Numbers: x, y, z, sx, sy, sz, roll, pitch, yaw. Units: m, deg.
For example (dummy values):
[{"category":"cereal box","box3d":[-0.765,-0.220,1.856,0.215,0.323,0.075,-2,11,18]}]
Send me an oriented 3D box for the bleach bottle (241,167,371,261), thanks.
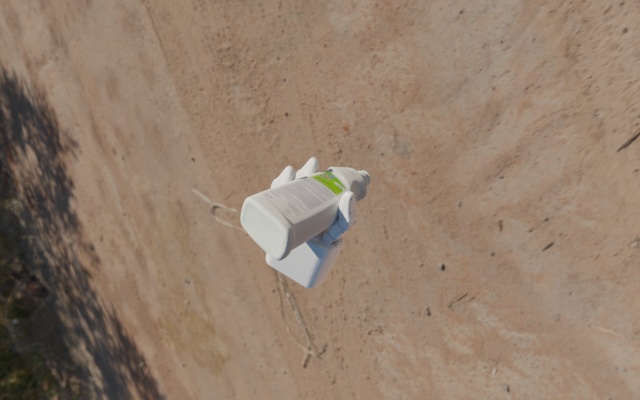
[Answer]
[{"category":"bleach bottle","box3d":[0.000,0.002,0.756,0.102,0.068,0.250,41,41,25]}]
